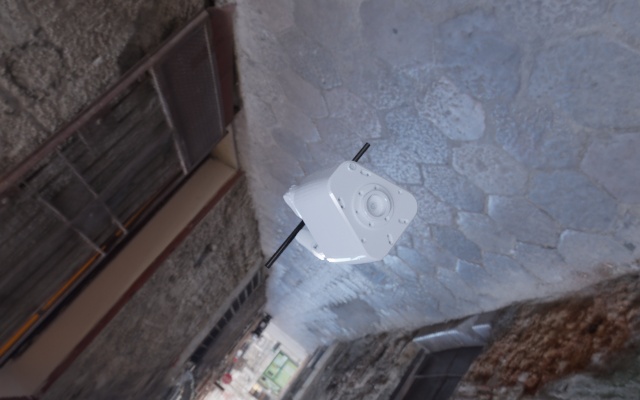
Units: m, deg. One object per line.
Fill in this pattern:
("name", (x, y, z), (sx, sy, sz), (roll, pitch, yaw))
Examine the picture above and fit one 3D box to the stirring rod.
("stirring rod", (0.000, 0.002, 0.683), (0.011, 0.239, 0.011), (34, -20, 14))
